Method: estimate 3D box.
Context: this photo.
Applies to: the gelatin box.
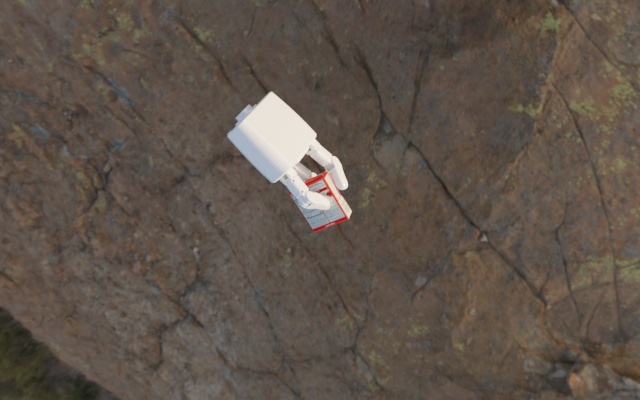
[{"bbox_3d":[0.000,0.003,0.821,0.073,0.089,0.030,-23,19,27],"label":"gelatin box"}]
